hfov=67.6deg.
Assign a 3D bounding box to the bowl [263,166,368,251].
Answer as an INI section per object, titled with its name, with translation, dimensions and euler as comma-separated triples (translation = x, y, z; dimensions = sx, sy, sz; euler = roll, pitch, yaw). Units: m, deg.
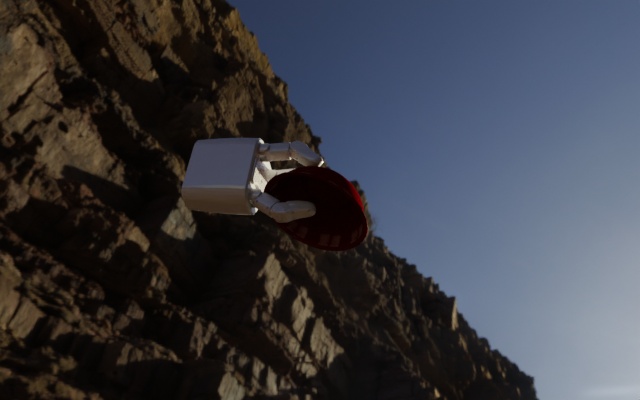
[bowl]
translation = 0.002, 0.002, 0.701
dimensions = 0.162, 0.162, 0.055
euler = 0, 44, 31
